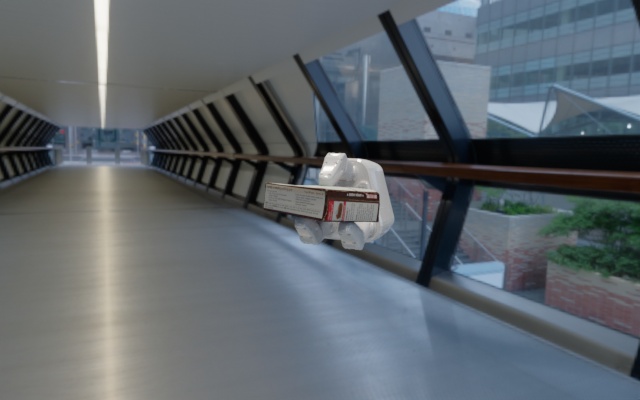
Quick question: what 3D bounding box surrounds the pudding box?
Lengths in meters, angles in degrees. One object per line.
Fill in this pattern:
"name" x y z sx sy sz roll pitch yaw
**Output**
"pudding box" 0.000 0.002 0.565 0.090 0.039 0.113 2 3 -42
